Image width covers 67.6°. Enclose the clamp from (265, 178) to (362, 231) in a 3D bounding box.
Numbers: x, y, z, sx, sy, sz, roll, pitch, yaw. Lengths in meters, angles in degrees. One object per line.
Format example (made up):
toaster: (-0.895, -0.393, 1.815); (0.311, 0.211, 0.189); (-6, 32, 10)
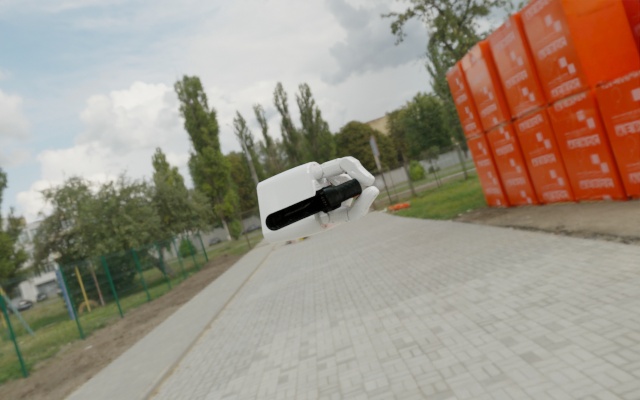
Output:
clamp: (0.000, 0.002, 0.684); (0.120, 0.039, 0.171); (-17, 0, 26)
